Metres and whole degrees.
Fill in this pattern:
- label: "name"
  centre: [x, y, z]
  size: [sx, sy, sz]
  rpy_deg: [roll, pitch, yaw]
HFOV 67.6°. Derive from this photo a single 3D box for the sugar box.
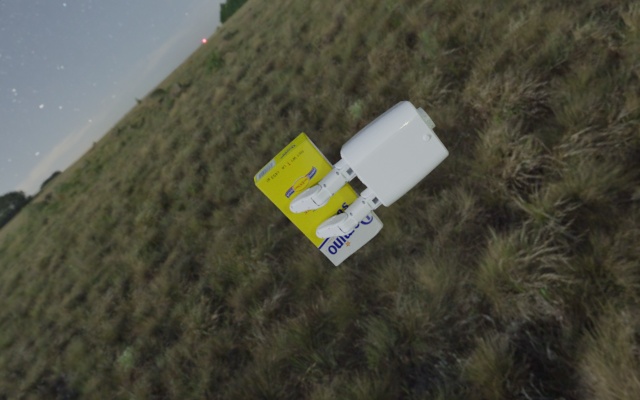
- label: "sugar box"
  centre: [0.000, 0.002, 0.665]
  size: [0.093, 0.176, 0.048]
  rpy_deg: [-41, 22, 7]
